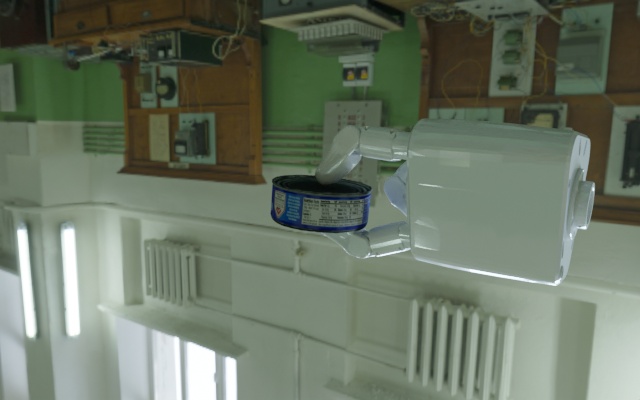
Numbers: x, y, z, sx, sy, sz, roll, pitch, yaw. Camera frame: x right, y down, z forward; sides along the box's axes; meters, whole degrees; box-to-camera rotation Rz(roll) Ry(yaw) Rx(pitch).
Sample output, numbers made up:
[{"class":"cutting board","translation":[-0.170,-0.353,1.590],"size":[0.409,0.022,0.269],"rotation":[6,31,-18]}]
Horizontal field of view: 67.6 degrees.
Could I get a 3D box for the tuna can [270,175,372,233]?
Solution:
[{"class":"tuna can","translation":[0.000,0.002,0.411],"size":[0.086,0.034,0.086],"rotation":[5,11,-1]}]
